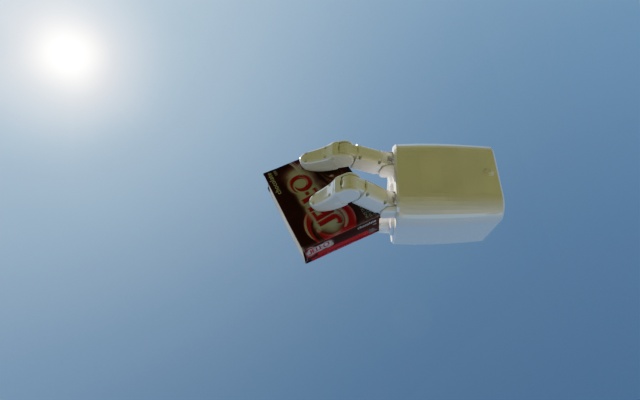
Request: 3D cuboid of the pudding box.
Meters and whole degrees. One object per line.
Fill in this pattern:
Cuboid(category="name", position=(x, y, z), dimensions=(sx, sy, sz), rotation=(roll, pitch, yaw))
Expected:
Cuboid(category="pudding box", position=(0.000, 0.002, 0.522), dimensions=(0.090, 0.113, 0.039), rotation=(-23, -36, -12))
